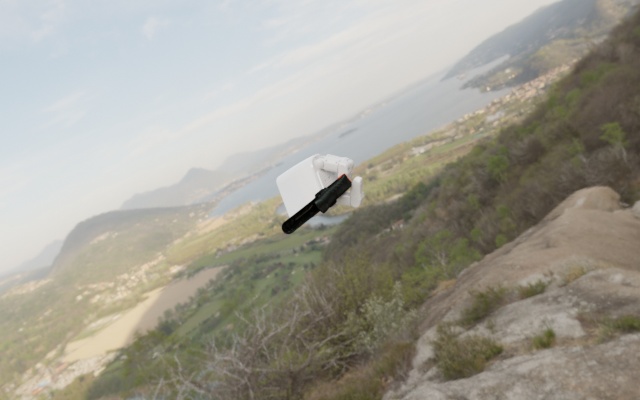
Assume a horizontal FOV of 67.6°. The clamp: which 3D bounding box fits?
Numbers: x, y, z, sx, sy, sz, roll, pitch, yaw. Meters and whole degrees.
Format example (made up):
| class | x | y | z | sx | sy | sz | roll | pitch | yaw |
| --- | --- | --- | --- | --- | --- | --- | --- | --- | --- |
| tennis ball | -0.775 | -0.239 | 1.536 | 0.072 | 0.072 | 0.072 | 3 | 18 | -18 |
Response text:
| class | x | y | z | sx | sy | sz | roll | pitch | yaw |
| --- | --- | --- | --- | --- | --- | --- | --- | --- | --- |
| clamp | 0.000 | 0.002 | 0.879 | 0.120 | 0.039 | 0.171 | -27 | 7 | 35 |
